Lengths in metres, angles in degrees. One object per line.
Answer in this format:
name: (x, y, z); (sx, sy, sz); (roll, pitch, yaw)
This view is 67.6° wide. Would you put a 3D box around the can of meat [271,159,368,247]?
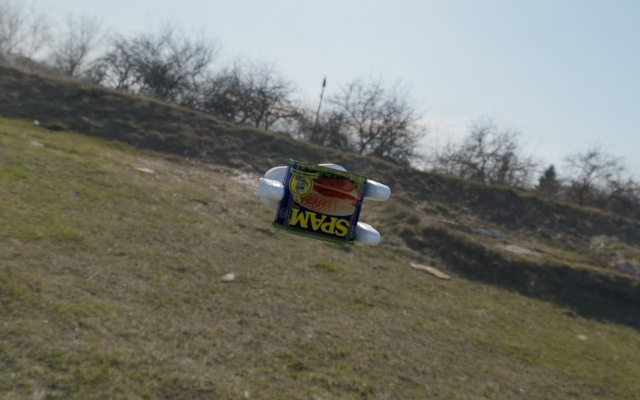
can of meat: (0.000, 0.002, 0.567); (0.102, 0.084, 0.057); (13, 2, -8)
